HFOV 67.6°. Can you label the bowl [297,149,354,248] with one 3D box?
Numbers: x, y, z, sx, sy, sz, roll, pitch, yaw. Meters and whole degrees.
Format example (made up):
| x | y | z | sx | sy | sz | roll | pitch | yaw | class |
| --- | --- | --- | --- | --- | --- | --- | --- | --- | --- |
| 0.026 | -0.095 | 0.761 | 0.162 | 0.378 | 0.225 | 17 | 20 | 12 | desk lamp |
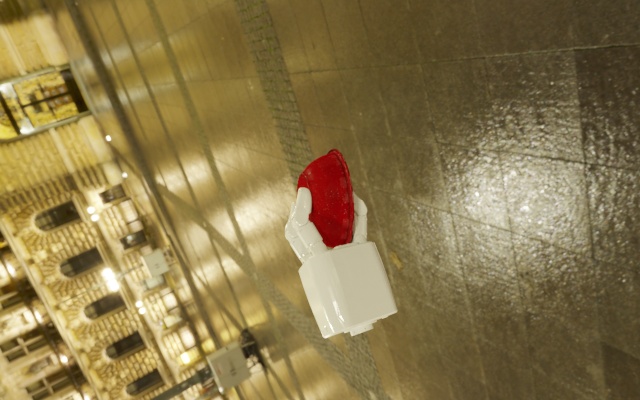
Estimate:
| x | y | z | sx | sy | sz | roll | pitch | yaw | class |
| --- | --- | --- | --- | --- | --- | --- | --- | --- | --- |
| -0.001 | 0.001 | 0.732 | 0.055 | 0.162 | 0.162 | -4 | 1 | -15 | bowl |
